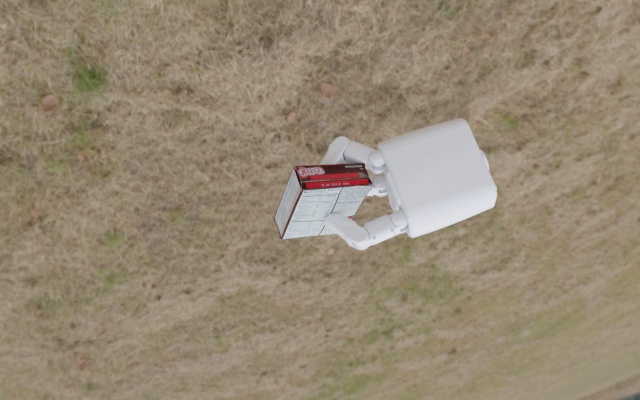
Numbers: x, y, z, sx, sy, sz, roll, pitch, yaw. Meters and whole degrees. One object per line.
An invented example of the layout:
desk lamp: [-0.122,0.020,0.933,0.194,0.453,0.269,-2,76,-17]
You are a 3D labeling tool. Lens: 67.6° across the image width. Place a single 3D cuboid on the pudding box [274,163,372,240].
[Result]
pudding box: [0.000,0.002,0.577,0.090,0.039,0.114,-4,-35,-22]
